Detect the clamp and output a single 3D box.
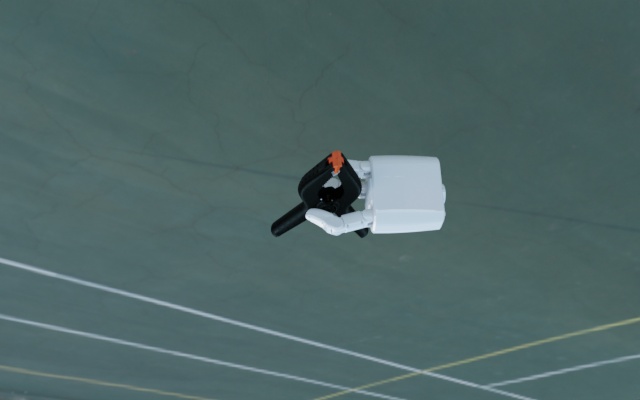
[{"bbox_3d":[0.000,0.003,0.733,0.164,0.036,0.210,-4,-34,-3],"label":"clamp"}]
